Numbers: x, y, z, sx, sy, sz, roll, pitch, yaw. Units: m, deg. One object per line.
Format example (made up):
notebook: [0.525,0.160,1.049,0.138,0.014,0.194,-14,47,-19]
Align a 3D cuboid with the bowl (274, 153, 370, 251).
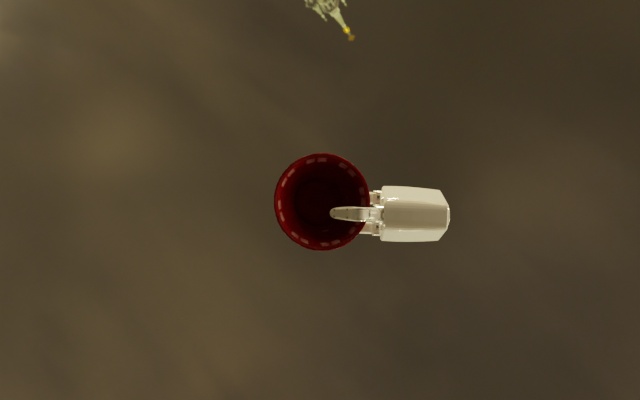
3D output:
bowl: [-0.001,0.002,0.810,0.162,0.162,0.055,0,0,-8]
